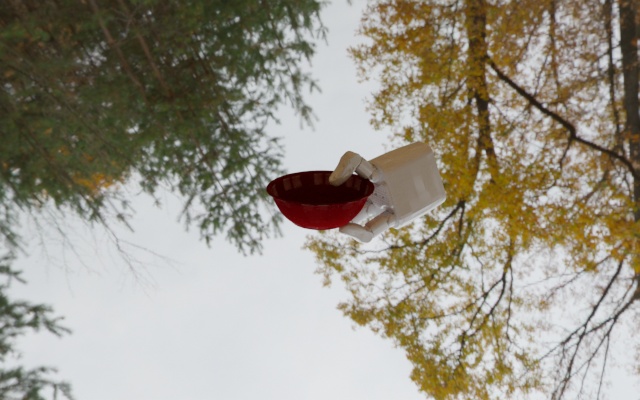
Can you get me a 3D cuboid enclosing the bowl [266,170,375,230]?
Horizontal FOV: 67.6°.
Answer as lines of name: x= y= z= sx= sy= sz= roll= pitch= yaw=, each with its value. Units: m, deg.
bowl: x=-0.001 y=0.003 z=0.722 sx=0.162 sy=0.055 sz=0.162 roll=0 pitch=20 yaw=0
